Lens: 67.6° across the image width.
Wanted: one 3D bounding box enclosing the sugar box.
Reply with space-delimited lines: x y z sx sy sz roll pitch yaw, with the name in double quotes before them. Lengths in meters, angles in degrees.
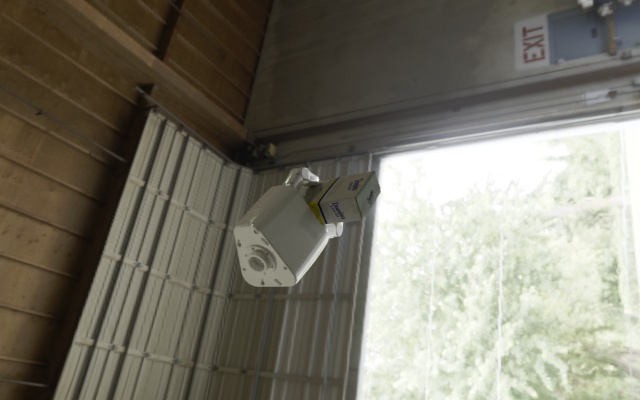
"sugar box" 0.000 0.003 0.764 0.176 0.048 0.093 -6 26 30
